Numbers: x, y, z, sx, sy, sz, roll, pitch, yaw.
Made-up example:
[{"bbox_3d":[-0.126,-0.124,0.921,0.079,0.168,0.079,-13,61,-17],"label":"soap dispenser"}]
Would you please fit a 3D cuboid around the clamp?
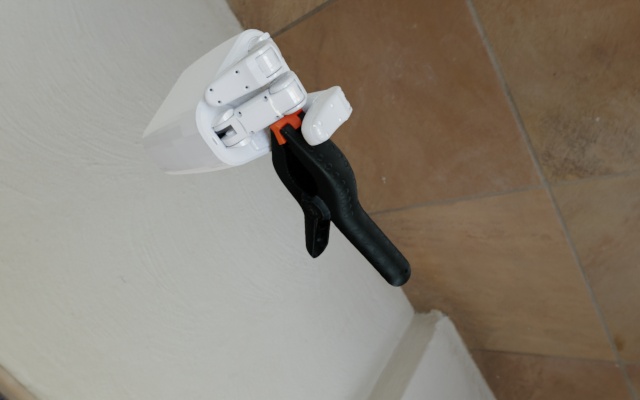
[{"bbox_3d":[0.000,0.002,0.412,0.120,0.171,0.039,-3,34,48],"label":"clamp"}]
